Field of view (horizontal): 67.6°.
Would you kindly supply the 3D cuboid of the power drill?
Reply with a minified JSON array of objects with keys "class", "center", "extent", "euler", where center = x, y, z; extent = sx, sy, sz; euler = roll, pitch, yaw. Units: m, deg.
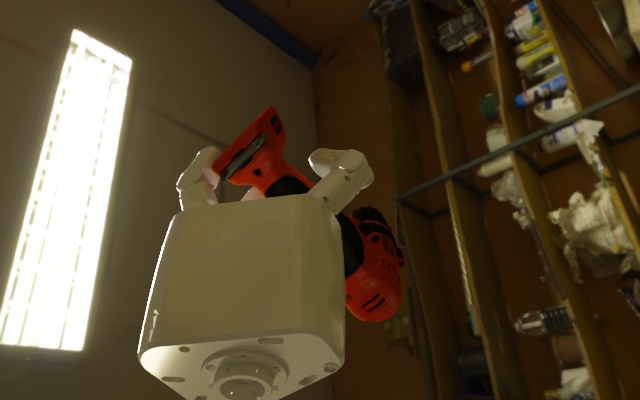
[{"class":"power drill","center":[0.000,0.001,0.433],"extent":[0.057,0.188,0.184],"euler":[-43,11,14]}]
